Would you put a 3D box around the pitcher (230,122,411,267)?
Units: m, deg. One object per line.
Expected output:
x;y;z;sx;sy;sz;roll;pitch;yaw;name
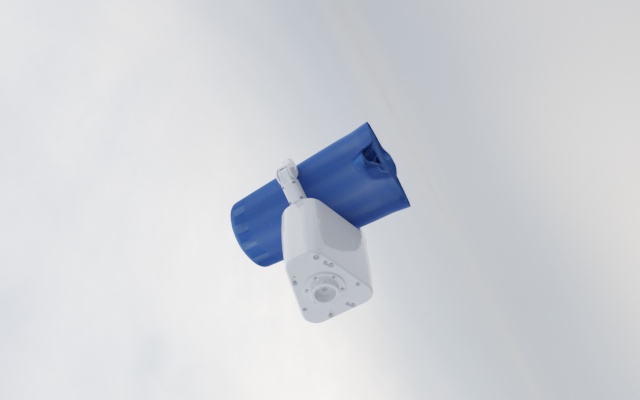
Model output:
0.000;0.002;0.699;0.243;0.149;0.145;-27;30;12;pitcher
